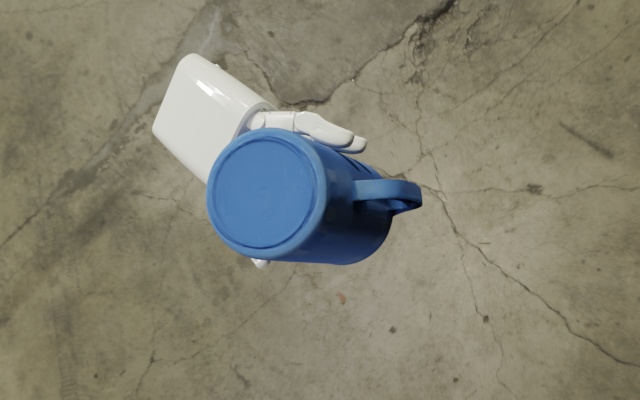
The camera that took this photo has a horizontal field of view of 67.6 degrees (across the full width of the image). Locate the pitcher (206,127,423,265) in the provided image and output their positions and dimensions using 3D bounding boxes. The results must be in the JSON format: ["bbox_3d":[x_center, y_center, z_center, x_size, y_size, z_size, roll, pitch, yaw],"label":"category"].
[{"bbox_3d":[0.000,0.002,0.486,0.145,0.149,0.243,40,8,17],"label":"pitcher"}]
